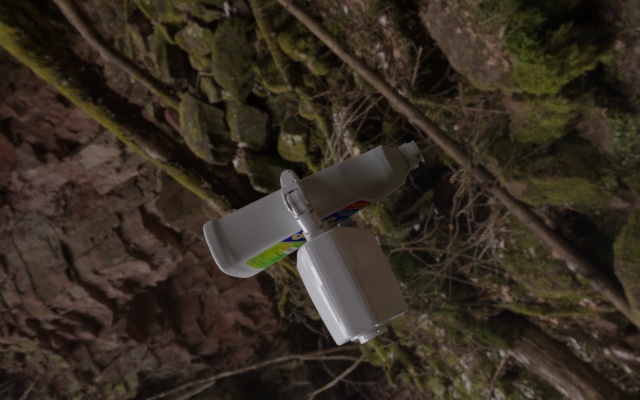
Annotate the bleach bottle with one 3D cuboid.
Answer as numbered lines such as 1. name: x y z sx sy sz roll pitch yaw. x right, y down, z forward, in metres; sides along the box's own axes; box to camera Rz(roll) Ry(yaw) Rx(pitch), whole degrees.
1. bleach bottle: 0.000 0.002 0.546 0.251 0.068 0.102 -29 -18 5
